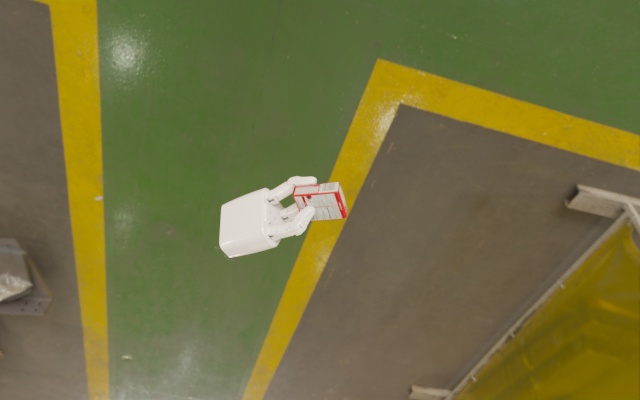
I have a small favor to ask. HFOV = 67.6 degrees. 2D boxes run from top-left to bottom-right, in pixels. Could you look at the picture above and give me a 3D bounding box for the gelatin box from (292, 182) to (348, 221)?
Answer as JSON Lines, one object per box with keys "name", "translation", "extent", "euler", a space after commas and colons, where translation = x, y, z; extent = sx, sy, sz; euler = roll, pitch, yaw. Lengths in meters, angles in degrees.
{"name": "gelatin box", "translation": [0.000, 0.003, 0.892], "extent": [0.089, 0.030, 0.073], "euler": [-5, -45, 16]}
